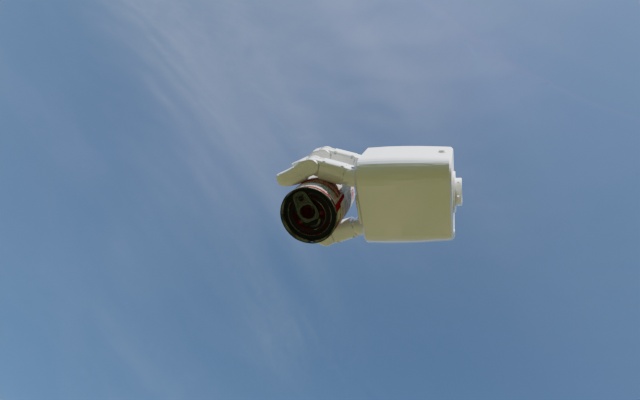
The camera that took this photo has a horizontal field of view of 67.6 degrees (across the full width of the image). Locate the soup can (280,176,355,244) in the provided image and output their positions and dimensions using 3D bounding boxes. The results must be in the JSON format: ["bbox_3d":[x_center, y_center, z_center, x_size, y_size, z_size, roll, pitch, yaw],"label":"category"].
[{"bbox_3d":[0.000,0.002,0.584,0.068,0.068,0.102,0,18,17],"label":"soup can"}]
